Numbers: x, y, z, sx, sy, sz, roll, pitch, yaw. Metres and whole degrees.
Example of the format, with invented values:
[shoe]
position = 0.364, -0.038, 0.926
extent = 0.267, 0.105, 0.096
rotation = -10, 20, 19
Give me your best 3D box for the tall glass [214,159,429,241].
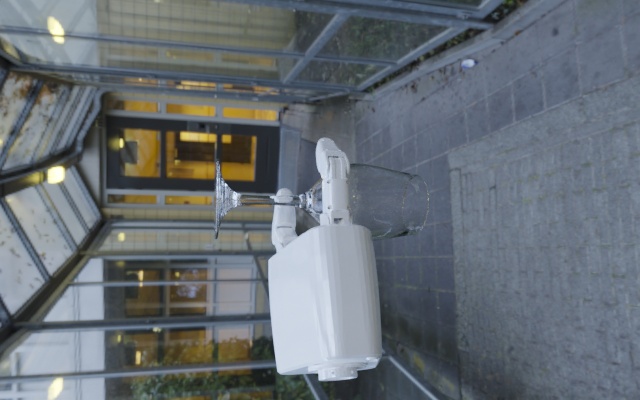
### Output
[tall glass]
position = -0.001, 0.001, 0.463
extent = 0.201, 0.079, 0.079
rotation = 1, 0, -14
